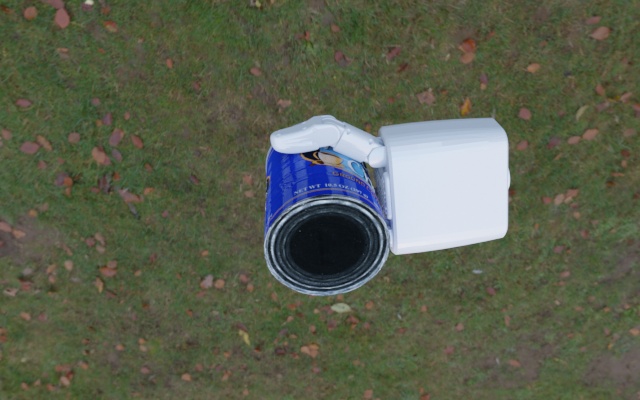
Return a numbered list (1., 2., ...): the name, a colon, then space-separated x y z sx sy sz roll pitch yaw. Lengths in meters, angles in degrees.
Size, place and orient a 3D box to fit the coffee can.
1. coffee can: 0.000 0.001 0.440 0.103 0.103 0.140 0 33 -6
